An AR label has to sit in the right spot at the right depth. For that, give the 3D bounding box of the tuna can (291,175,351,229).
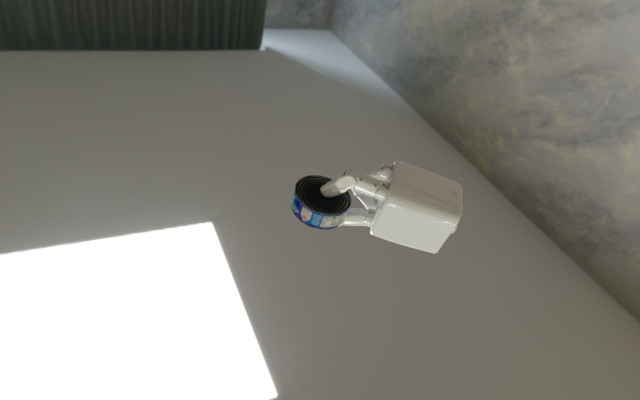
[{"bbox_3d":[0.000,0.003,0.706,0.086,0.034,0.086,12,39,-10],"label":"tuna can"}]
